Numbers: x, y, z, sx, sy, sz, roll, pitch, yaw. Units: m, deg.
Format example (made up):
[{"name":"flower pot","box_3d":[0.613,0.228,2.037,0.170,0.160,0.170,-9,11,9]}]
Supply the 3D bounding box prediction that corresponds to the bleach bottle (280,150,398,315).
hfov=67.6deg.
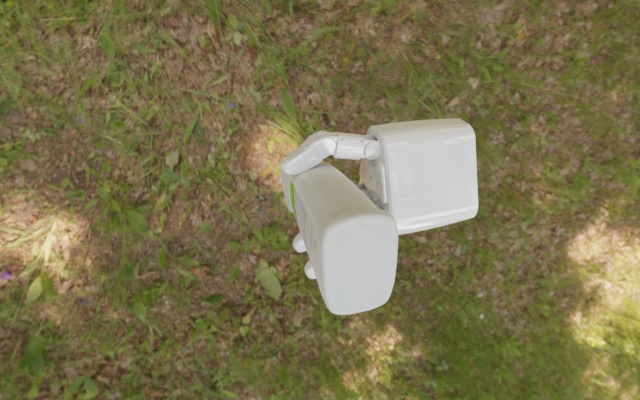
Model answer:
[{"name":"bleach bottle","box_3d":[0.000,0.002,0.498,0.068,0.103,0.250,-9,29,-13]}]
